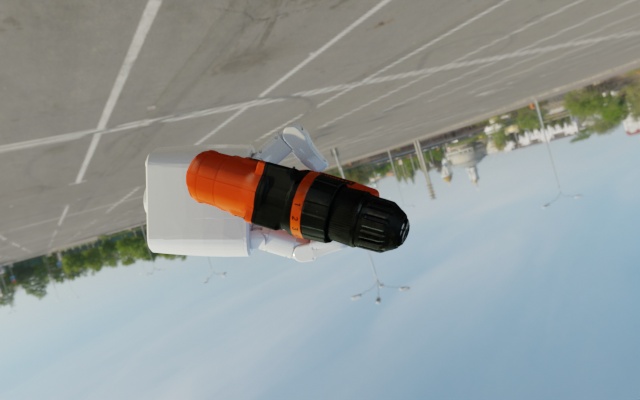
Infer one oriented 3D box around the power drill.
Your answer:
[{"bbox_3d":[0.000,0.001,0.436,0.184,0.057,0.187,17,2,18],"label":"power drill"}]
